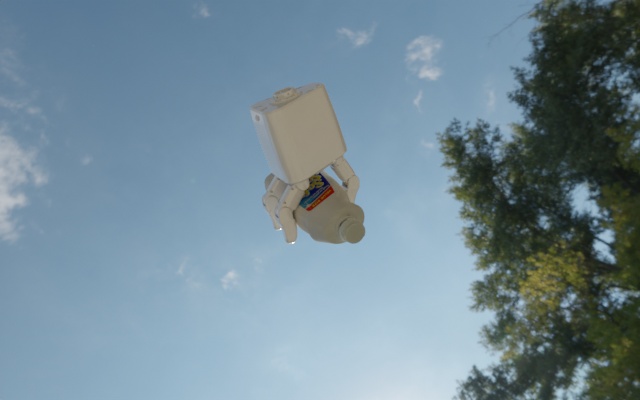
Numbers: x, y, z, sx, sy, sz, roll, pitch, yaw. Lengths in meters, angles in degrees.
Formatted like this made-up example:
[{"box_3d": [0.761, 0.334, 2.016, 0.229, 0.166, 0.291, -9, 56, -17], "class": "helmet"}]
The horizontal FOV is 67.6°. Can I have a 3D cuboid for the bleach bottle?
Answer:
[{"box_3d": [0.000, 0.002, 0.714, 0.102, 0.068, 0.250, -28, 26, -15], "class": "bleach bottle"}]
